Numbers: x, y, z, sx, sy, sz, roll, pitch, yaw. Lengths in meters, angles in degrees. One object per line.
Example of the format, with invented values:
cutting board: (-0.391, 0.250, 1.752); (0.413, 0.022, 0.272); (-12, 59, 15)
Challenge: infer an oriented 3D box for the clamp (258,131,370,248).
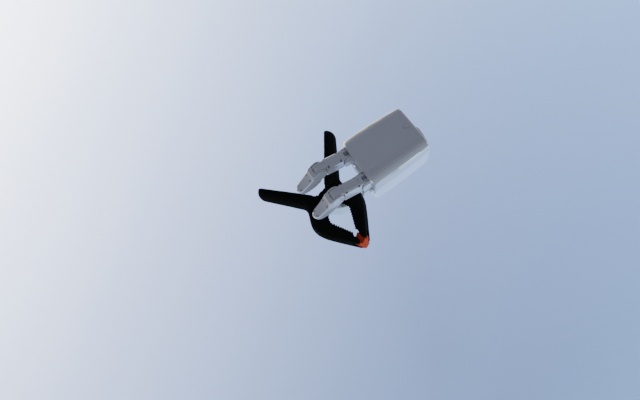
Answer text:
clamp: (0.001, 0.003, 0.772); (0.164, 0.210, 0.036); (-36, -29, 5)
